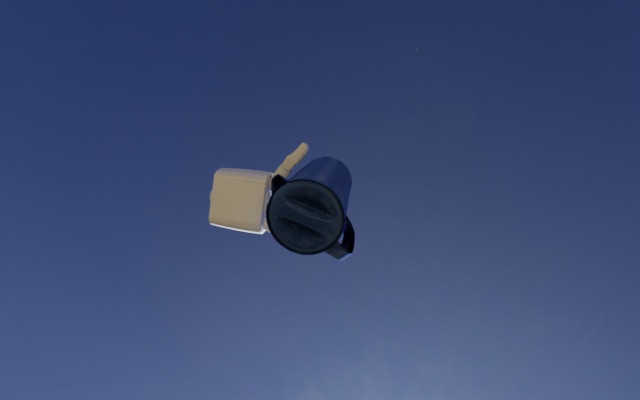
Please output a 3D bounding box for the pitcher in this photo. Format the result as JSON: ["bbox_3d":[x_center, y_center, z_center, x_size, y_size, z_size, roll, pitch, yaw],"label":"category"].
[{"bbox_3d":[0.000,0.003,0.888,0.145,0.149,0.242,5,18,9],"label":"pitcher"}]
